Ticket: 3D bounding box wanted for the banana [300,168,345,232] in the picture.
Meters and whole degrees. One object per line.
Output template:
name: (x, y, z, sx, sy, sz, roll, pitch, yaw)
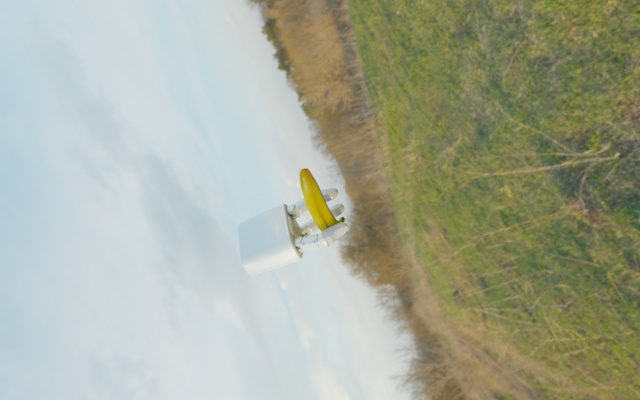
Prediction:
banana: (0.004, 0.020, 0.878, 0.037, 0.069, 0.198, -19, -36, 12)
